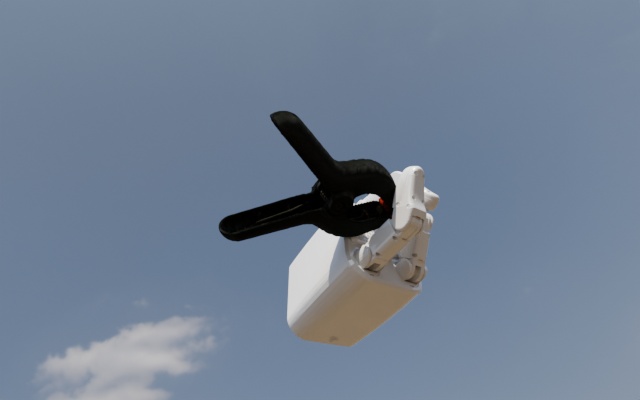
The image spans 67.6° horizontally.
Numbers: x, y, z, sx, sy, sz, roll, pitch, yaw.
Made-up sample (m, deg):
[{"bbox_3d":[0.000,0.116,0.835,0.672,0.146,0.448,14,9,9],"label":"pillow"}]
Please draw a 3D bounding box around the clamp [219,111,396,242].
[{"bbox_3d":[0.000,0.001,0.412,0.171,0.039,0.120,21,-57,-35],"label":"clamp"}]
